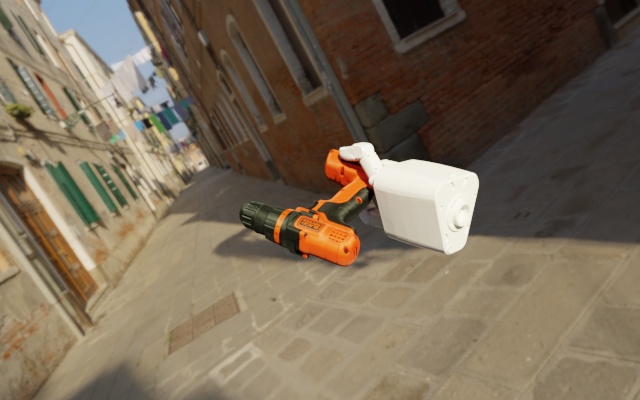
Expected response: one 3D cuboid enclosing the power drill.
[{"bbox_3d":[0.001,0.002,0.694,0.184,0.057,0.187,20,49,24],"label":"power drill"}]
